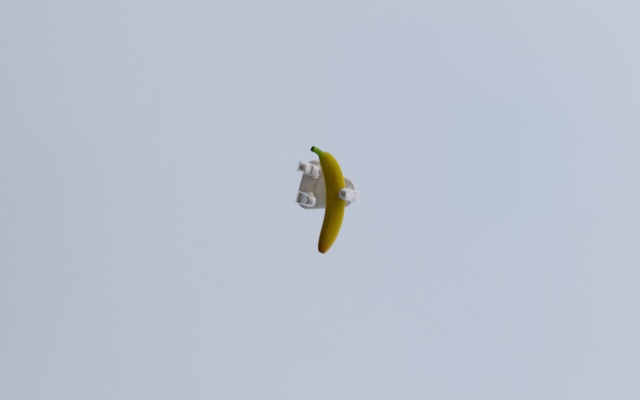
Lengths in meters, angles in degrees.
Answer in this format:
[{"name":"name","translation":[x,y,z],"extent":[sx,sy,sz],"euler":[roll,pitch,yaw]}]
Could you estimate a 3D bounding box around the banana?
[{"name":"banana","translation":[0.016,-0.003,0.881],"extent":[0.069,0.198,0.037],"euler":[-9,8,-27]}]
